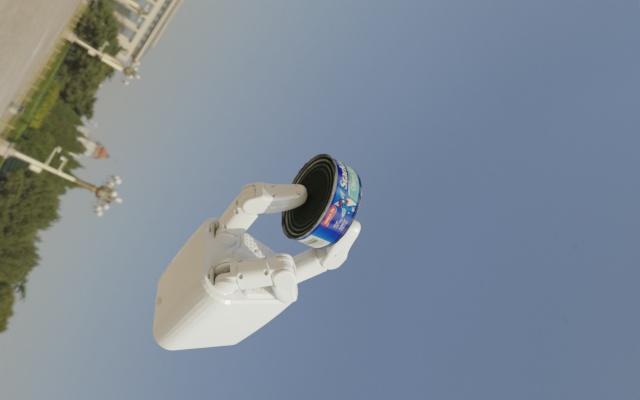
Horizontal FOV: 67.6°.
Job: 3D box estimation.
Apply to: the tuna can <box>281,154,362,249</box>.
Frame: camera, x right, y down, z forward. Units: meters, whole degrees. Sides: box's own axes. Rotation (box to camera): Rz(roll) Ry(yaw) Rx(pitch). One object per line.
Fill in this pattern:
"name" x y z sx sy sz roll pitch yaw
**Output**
"tuna can" 0.001 0.002 0.451 0.034 0.086 0.086 25 -12 -28
